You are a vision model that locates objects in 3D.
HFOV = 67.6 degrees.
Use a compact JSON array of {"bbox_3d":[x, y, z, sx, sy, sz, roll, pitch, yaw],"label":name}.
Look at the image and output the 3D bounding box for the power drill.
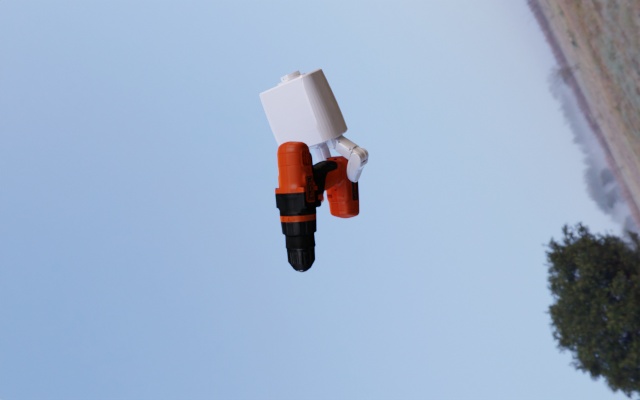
[{"bbox_3d":[0.000,0.002,0.729,0.057,0.184,0.187,0,6,26],"label":"power drill"}]
